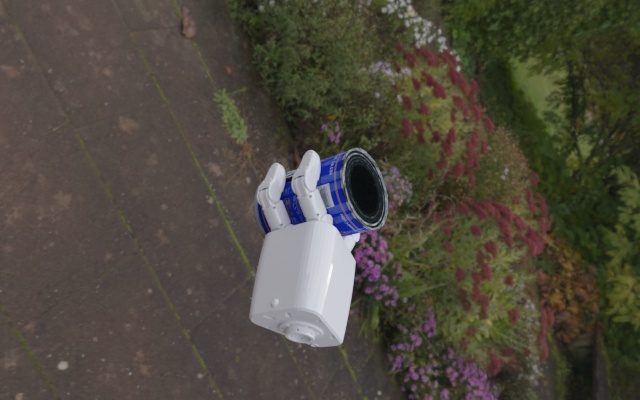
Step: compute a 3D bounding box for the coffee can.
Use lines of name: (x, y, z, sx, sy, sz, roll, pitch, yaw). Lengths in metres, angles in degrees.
coffee can: (0.000, 0.002, 0.612, 0.140, 0.103, 0.103, -17, -9, 34)
